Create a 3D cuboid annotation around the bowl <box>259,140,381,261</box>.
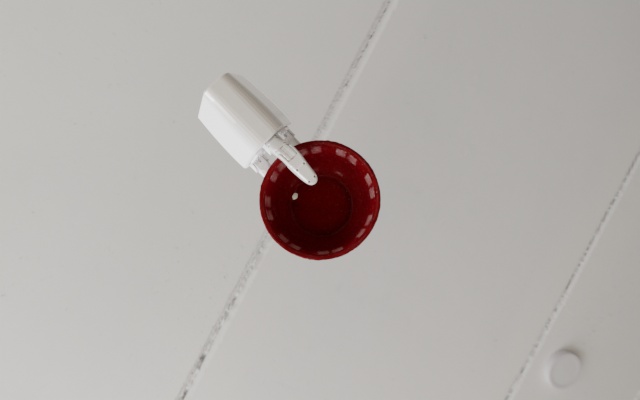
[{"bbox_3d":[0.001,0.003,0.656,0.162,0.162,0.055,0,-10,3],"label":"bowl"}]
